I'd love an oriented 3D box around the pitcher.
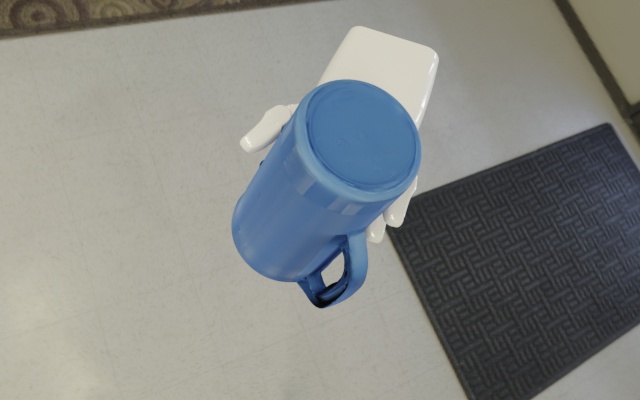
[{"bbox_3d":[0.000,0.001,0.466,0.149,0.145,0.243,29,-27,-6],"label":"pitcher"}]
